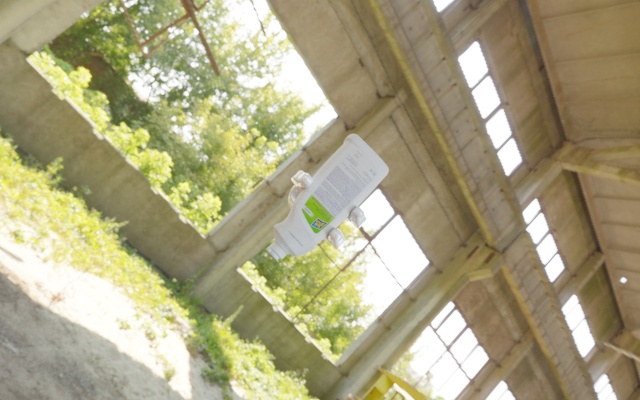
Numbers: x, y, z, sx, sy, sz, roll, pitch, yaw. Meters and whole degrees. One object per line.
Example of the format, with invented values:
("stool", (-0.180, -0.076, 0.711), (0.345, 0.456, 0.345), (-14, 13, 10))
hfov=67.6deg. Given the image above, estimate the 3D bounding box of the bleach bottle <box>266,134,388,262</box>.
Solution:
("bleach bottle", (0.000, 0.003, 0.834), (0.251, 0.102, 0.068), (-44, -2, -12))
